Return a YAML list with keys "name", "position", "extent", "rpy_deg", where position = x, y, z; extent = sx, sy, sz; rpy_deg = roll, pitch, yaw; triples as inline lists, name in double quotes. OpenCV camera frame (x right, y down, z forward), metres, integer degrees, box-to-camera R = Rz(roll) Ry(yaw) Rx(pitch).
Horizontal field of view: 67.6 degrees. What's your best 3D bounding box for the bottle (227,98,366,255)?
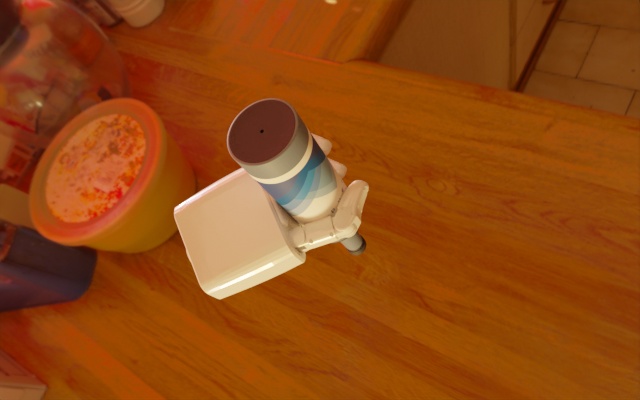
- name: "bottle"
  position: [0.000, 0.002, 0.524]
  extent: [0.069, 0.069, 0.296]
  rpy_deg: [0, -24, 22]
